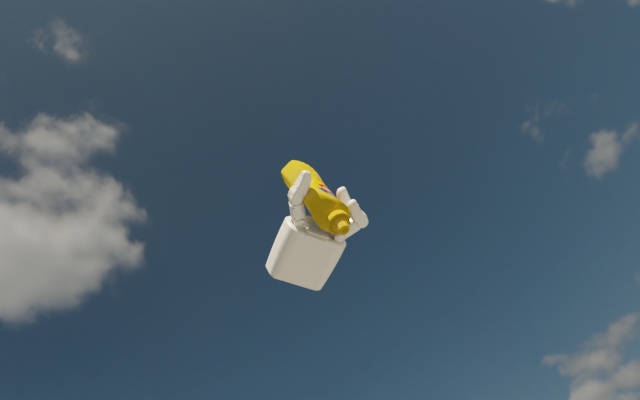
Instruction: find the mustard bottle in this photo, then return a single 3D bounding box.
[{"bbox_3d":[0.000,0.002,0.840,0.096,0.058,0.191,43,5,-39],"label":"mustard bottle"}]
